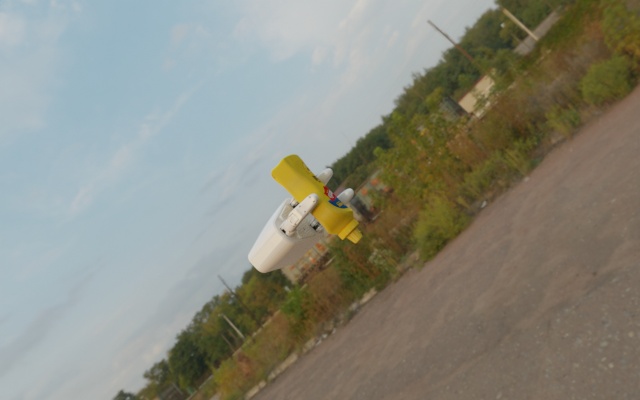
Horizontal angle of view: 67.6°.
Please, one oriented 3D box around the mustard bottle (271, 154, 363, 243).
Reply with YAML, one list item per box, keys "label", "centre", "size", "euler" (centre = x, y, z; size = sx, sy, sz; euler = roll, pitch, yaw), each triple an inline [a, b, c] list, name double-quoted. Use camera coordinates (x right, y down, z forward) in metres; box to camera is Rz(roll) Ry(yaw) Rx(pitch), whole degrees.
- label: "mustard bottle"
  centre: [0.000, 0.002, 0.844]
  size: [0.058, 0.191, 0.096]
  euler: [-46, -6, 9]
